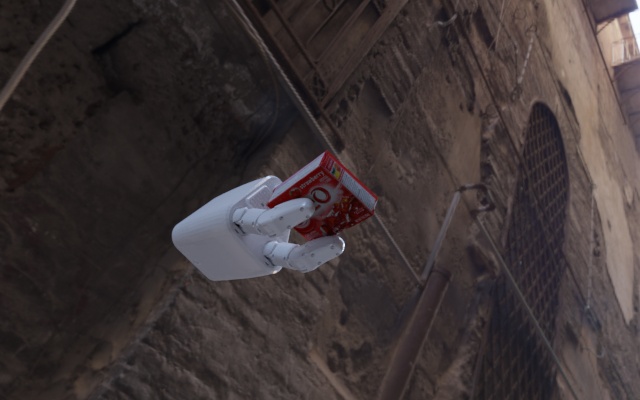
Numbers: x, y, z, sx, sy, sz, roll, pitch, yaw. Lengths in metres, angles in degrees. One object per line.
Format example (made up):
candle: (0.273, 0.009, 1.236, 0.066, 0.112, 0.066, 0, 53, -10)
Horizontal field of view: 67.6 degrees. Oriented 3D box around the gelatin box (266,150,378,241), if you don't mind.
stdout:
gelatin box: (0.000, 0.001, 0.479, 0.073, 0.030, 0.089, 42, -49, -18)
